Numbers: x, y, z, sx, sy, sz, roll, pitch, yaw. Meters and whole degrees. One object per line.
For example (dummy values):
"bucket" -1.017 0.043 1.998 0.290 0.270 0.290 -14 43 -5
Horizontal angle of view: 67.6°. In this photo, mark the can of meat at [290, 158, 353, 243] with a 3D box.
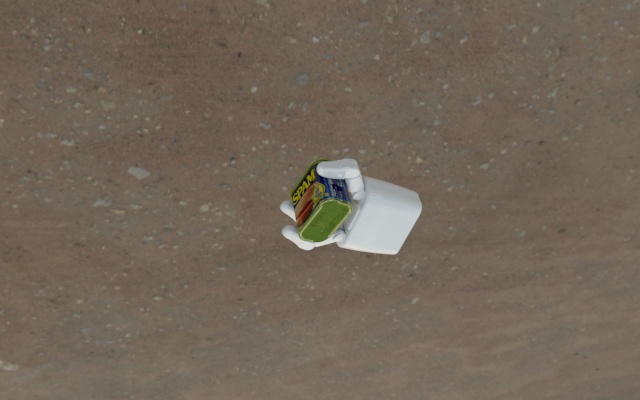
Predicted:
"can of meat" 0.000 0.003 0.714 0.057 0.083 0.102 15 -48 -28
